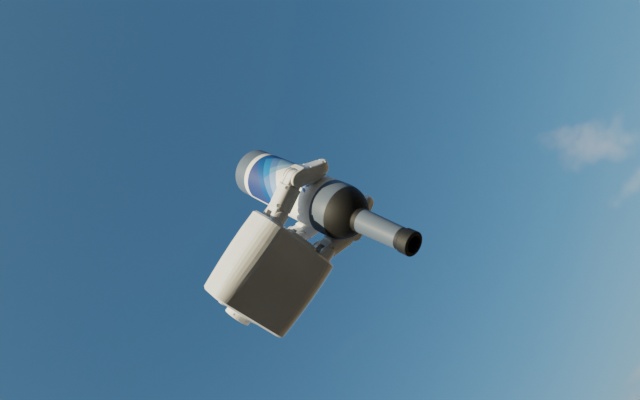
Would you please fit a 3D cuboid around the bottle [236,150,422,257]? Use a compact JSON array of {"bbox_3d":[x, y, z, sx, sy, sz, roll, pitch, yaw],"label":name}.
[{"bbox_3d":[0.000,0.002,0.586,0.069,0.069,0.295,0,17,-42],"label":"bottle"}]
